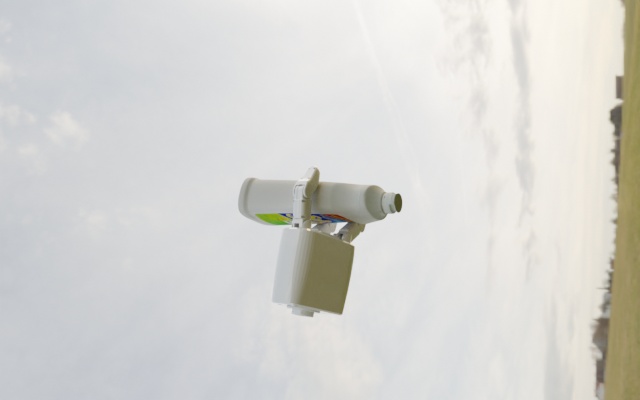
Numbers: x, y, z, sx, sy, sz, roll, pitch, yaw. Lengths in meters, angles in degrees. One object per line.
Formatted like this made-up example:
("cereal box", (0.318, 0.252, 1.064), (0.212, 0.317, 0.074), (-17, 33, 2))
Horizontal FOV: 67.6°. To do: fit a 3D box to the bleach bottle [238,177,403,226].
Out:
("bleach bottle", (0.000, 0.002, 0.732), (0.251, 0.068, 0.102), (-1, -19, 33))
